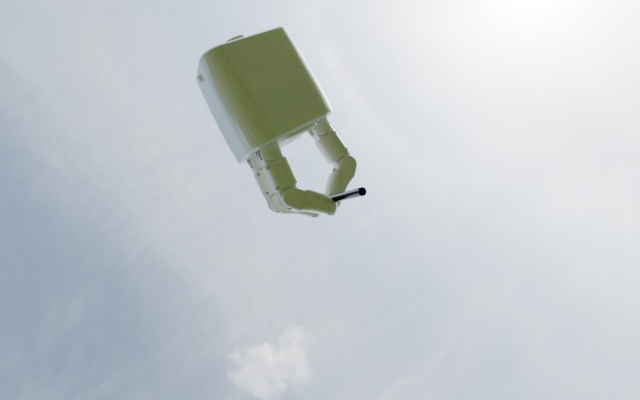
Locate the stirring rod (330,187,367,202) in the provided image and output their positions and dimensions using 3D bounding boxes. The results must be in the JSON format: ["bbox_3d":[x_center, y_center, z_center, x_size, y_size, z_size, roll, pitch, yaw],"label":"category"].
[{"bbox_3d":[0.000,0.002,0.532,0.011,0.011,0.239,0,-5,-18],"label":"stirring rod"}]
